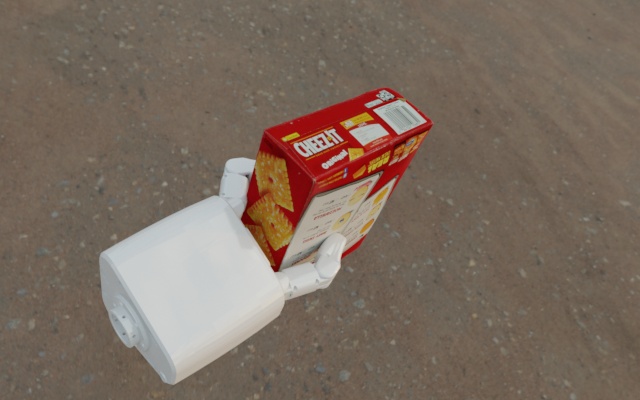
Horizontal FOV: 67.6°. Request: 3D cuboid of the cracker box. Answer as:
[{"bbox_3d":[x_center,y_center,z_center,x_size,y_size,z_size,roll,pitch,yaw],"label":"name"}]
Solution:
[{"bbox_3d":[0.000,0.002,0.485,0.164,0.072,0.214,-28,-25,-38],"label":"cracker box"}]
